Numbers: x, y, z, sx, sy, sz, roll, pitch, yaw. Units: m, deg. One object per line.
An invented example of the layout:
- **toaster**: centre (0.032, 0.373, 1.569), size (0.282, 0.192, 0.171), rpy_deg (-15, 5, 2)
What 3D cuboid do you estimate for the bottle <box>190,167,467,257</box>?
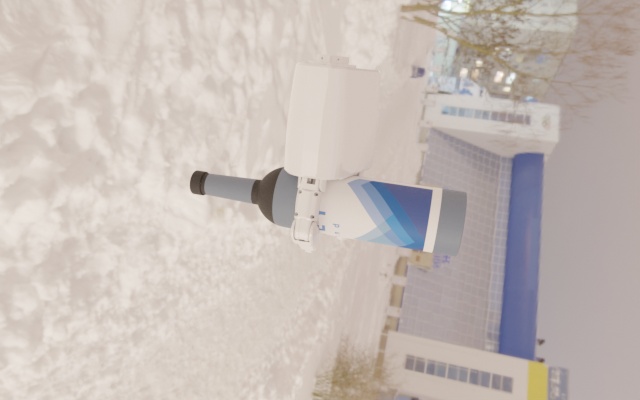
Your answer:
- **bottle**: centre (0.000, 0.002, 0.513), size (0.295, 0.069, 0.069), rpy_deg (9, 2, 11)
